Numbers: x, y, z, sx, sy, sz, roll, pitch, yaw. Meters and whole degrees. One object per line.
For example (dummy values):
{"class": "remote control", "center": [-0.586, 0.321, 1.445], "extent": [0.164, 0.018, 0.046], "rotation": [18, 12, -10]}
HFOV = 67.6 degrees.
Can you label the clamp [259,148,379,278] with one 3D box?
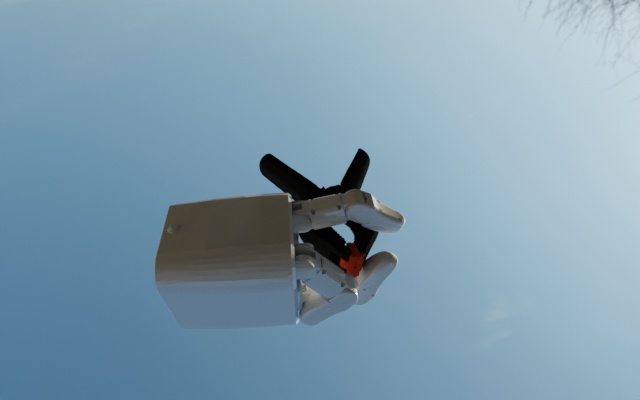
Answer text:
{"class": "clamp", "center": [0.000, 0.002, 0.466], "extent": [0.120, 0.039, 0.171], "rotation": [-4, 38, -3]}
